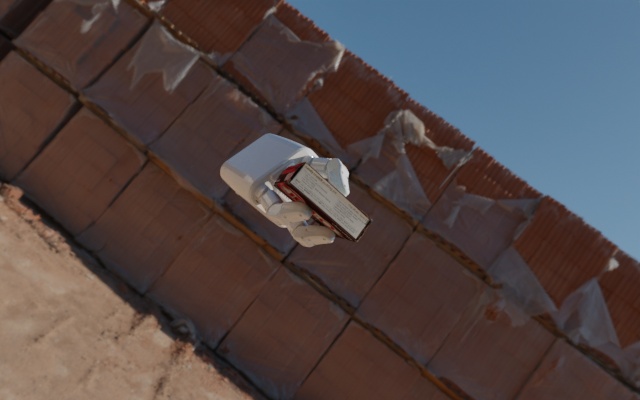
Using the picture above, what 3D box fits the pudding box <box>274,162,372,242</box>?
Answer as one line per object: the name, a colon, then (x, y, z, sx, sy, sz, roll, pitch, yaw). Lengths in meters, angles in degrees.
pudding box: (0.000, 0.002, 0.598, 0.113, 0.039, 0.090, 39, -9, -13)
